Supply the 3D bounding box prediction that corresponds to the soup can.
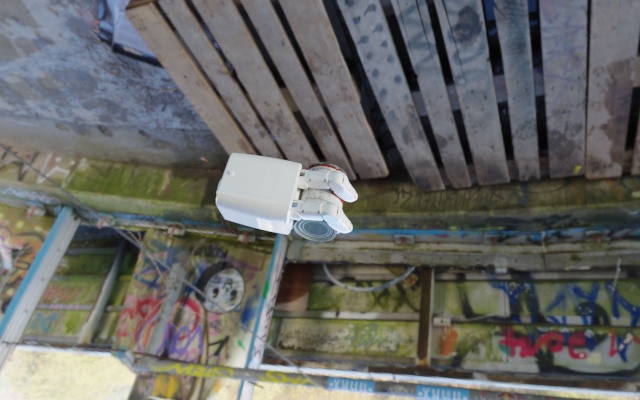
[{"bbox_3d":[0.001,0.003,0.728,0.068,0.102,0.069,8,-33,6],"label":"soup can"}]
